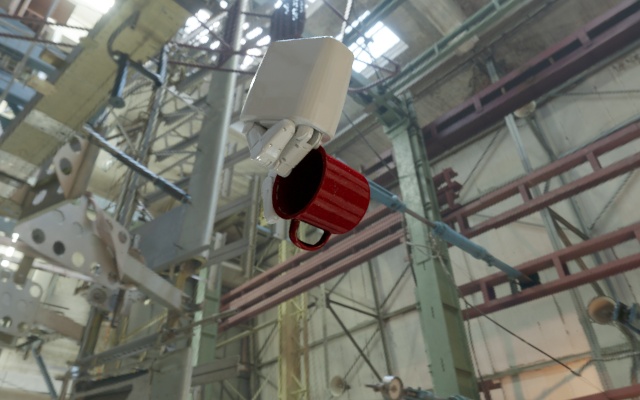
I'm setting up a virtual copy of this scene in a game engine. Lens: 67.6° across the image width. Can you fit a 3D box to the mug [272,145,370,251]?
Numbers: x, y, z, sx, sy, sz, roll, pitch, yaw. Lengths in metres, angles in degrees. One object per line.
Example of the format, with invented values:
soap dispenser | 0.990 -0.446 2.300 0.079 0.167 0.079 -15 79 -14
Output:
mug | 0.000 0.003 0.553 0.081 0.117 0.093 25 -14 -37
